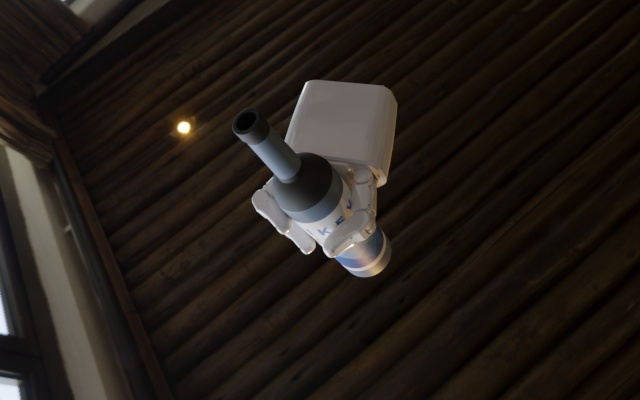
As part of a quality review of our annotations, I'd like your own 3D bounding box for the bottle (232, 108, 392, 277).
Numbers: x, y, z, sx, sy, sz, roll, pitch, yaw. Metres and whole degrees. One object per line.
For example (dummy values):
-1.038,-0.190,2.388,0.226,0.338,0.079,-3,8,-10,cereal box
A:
0.000,0.002,0.505,0.069,0.069,0.296,0,-27,27,bottle
